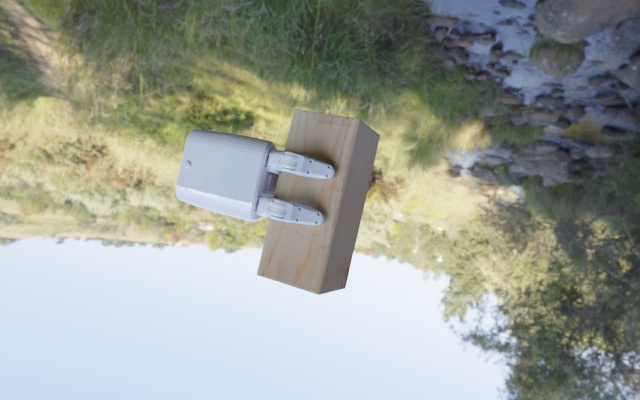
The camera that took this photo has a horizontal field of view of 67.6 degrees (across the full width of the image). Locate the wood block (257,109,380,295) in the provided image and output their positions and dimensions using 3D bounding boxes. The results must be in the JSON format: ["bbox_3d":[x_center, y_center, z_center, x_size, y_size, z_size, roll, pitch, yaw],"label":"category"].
[{"bbox_3d":[0.000,0.002,0.600,0.090,0.206,0.091,13,1,23],"label":"wood block"}]
